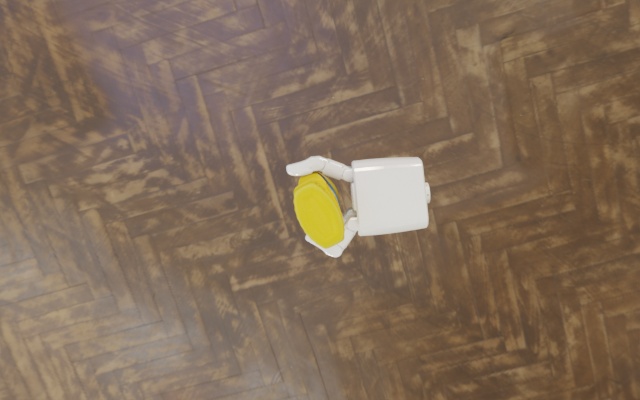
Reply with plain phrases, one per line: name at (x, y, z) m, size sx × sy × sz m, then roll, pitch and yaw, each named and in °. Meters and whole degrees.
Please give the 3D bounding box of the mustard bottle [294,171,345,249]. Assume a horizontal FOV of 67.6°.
mustard bottle at (0.000, 0.003, 0.738) m, size 0.058 × 0.096 × 0.191 m, roll -29°, pitch 10°, yaw 7°
